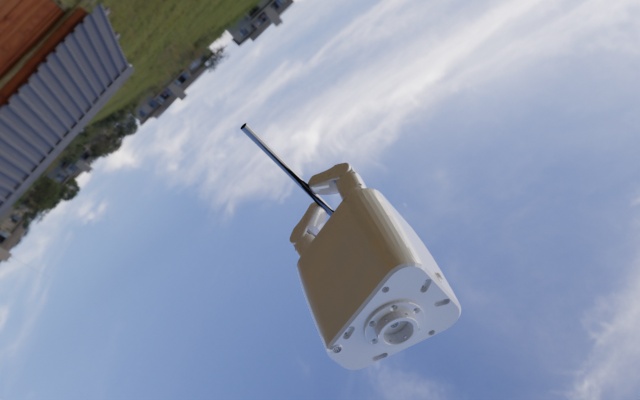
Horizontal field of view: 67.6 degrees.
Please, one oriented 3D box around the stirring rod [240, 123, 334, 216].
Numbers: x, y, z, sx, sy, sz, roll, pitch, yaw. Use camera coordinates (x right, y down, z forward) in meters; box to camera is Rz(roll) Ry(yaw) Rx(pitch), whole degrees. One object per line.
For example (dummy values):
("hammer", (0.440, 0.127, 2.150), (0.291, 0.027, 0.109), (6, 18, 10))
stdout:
("stirring rod", (0.000, 0.002, 0.511), (0.011, 0.011, 0.240), (0, -36, 48))
